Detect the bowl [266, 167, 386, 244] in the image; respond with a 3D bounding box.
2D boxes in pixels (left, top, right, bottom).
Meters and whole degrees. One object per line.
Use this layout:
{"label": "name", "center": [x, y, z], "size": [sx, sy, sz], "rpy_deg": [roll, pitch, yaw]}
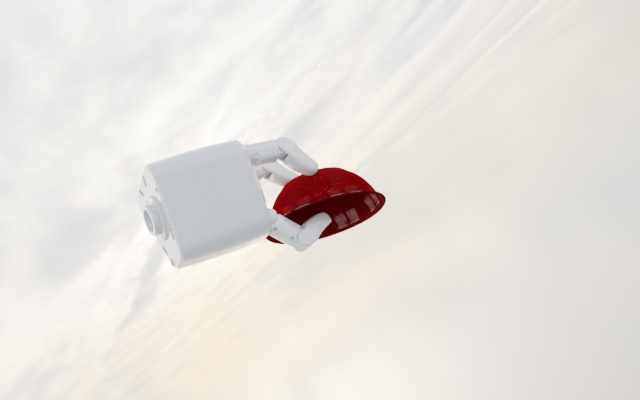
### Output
{"label": "bowl", "center": [0.001, 0.002, 0.620], "size": [0.162, 0.055, 0.162], "rpy_deg": [-15, -20, -6]}
